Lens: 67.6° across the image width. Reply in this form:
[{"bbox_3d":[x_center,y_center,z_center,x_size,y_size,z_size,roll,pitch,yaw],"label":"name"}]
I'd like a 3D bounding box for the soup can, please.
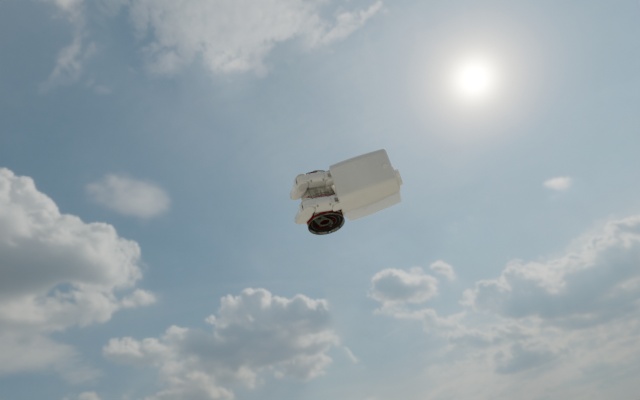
[{"bbox_3d":[0.000,0.003,0.881,0.068,0.102,0.069,-10,-34,-7],"label":"soup can"}]
